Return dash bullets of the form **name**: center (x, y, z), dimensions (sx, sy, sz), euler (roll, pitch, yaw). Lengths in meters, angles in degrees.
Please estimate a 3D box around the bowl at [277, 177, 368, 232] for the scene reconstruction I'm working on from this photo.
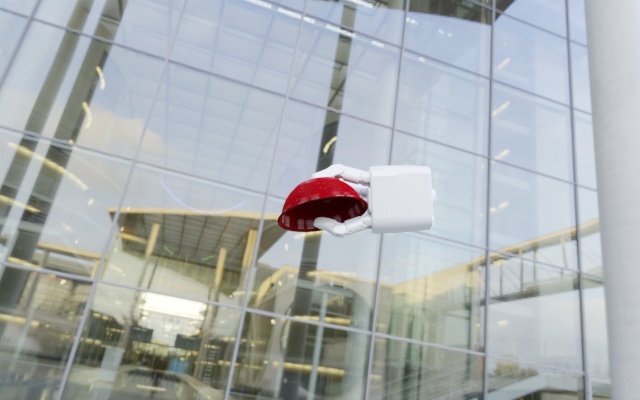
- **bowl**: center (-0.001, 0.002, 0.844), dimensions (0.162, 0.055, 0.162), euler (-10, -22, -4)
